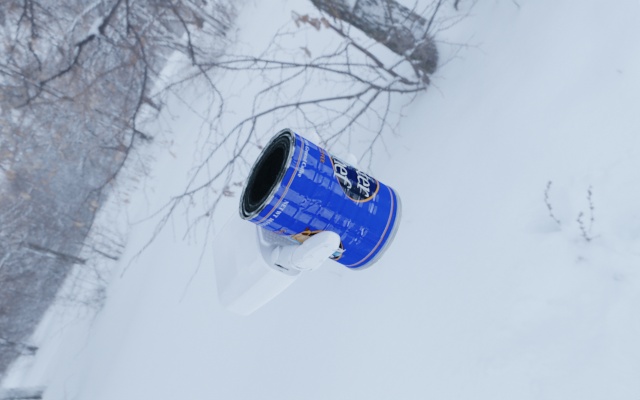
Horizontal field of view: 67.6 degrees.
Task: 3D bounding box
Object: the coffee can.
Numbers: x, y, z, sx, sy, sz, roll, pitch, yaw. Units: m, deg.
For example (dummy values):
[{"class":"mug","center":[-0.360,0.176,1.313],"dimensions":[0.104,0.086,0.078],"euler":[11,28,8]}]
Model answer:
[{"class":"coffee can","center":[0.000,0.002,0.506],"dimensions":[0.140,0.103,0.103],"euler":[28,-12,-24]}]
